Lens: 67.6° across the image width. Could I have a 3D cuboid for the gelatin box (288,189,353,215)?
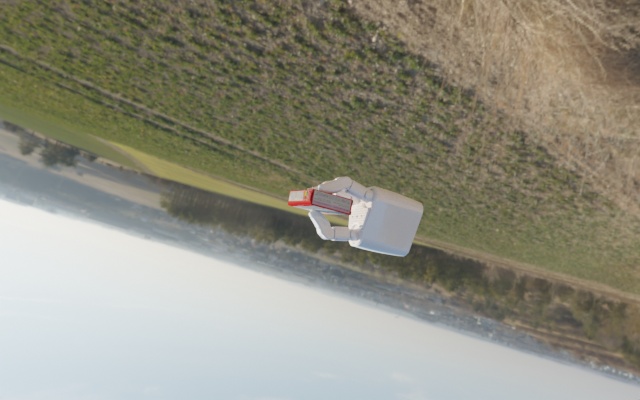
[{"bbox_3d":[0.000,0.003,0.828,0.089,0.030,0.073,14,-9,-34],"label":"gelatin box"}]
